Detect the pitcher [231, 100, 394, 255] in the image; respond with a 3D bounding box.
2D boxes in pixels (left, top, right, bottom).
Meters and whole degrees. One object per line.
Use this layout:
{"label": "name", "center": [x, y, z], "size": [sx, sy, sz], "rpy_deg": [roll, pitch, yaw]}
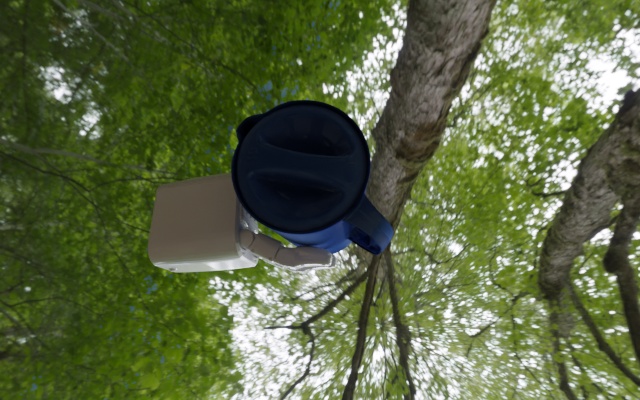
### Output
{"label": "pitcher", "center": [0.000, 0.002, 0.555], "size": [0.145, 0.149, 0.243], "rpy_deg": [-8, -15, 4]}
